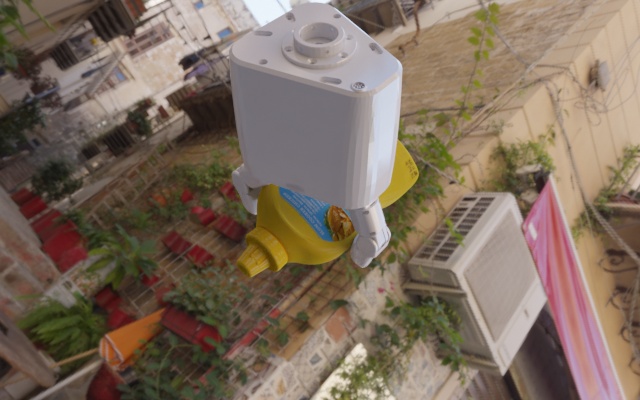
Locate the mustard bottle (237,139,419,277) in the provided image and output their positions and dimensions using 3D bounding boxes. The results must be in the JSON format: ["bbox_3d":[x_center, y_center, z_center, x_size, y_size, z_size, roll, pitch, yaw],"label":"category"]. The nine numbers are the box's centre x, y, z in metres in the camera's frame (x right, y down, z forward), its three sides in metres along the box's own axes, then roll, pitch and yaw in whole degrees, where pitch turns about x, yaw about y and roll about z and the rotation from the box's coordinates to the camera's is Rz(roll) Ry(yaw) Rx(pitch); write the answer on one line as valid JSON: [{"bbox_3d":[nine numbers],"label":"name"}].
[{"bbox_3d":[0.000,0.001,0.439,0.191,0.096,0.058,-41,-4,-28],"label":"mustard bottle"}]
